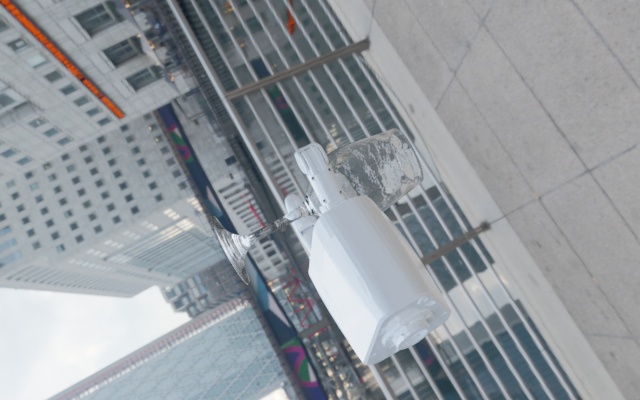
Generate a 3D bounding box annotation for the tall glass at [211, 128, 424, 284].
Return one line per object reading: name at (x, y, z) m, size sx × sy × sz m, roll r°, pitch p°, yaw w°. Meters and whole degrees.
tall glass at (-0.001, 0.002, 0.470) m, size 0.201 × 0.079 × 0.079 m, roll -28°, pitch 3°, yaw -6°
